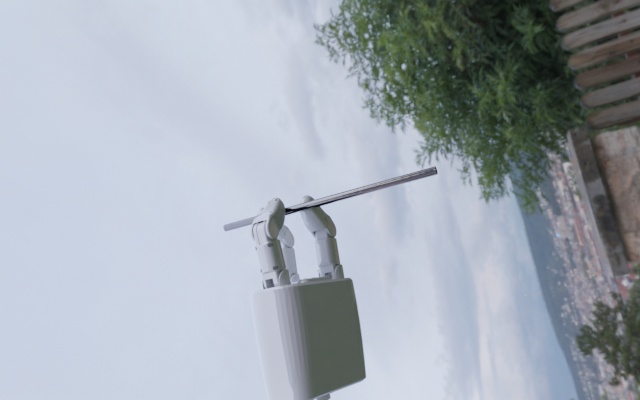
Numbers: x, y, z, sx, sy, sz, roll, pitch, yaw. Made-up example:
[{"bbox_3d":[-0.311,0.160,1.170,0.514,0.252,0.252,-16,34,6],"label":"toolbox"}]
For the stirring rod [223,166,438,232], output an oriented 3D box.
[{"bbox_3d":[0.000,0.002,0.486,0.239,0.011,0.011,-15,-6,24],"label":"stirring rod"}]
